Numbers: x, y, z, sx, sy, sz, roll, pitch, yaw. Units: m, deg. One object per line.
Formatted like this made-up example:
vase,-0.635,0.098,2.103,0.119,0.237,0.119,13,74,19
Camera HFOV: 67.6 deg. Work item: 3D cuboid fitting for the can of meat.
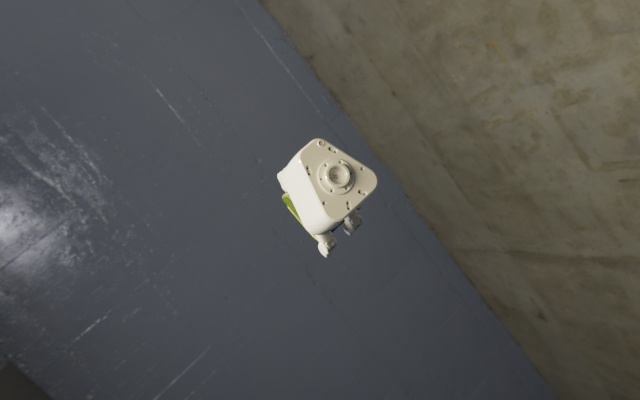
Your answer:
can of meat,0.000,0.003,0.771,0.084,0.102,0.057,-42,5,-18
